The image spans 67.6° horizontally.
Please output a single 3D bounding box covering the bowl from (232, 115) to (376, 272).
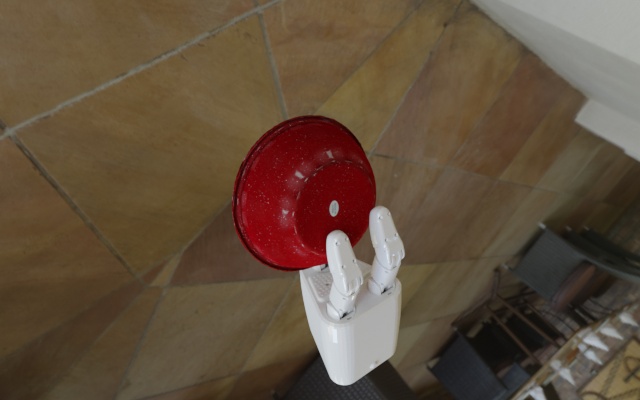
[{"bbox_3d":[0.000,0.001,0.459,0.162,0.162,0.055,0,14,-34],"label":"bowl"}]
